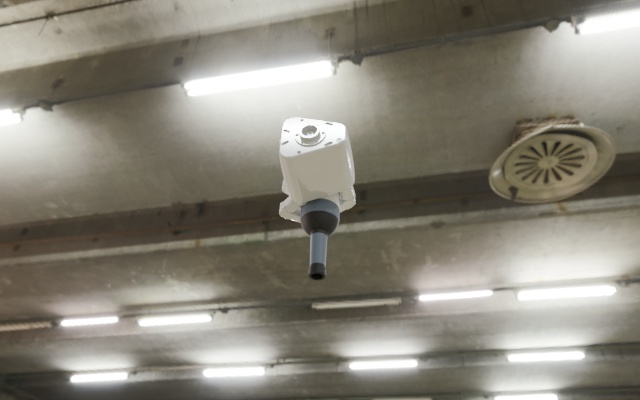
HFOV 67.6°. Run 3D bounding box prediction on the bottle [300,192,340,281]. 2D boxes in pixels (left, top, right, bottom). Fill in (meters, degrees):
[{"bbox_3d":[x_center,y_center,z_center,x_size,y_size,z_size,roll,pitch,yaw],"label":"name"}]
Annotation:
[{"bbox_3d":[0.000,0.003,0.829,0.069,0.295,0.069,2,-39,1],"label":"bottle"}]
